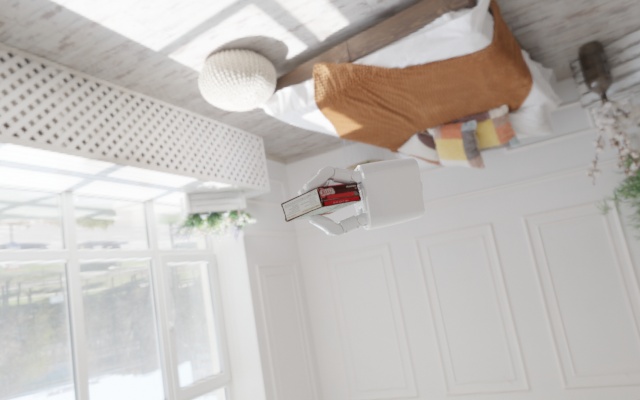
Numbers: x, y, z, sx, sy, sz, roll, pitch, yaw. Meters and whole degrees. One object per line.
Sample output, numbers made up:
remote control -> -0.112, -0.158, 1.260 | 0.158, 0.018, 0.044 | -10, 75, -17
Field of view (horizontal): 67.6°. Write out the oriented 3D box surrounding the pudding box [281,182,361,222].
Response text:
pudding box -> 0.000, 0.003, 0.823 | 0.090, 0.039, 0.113 | -7, -12, -39
